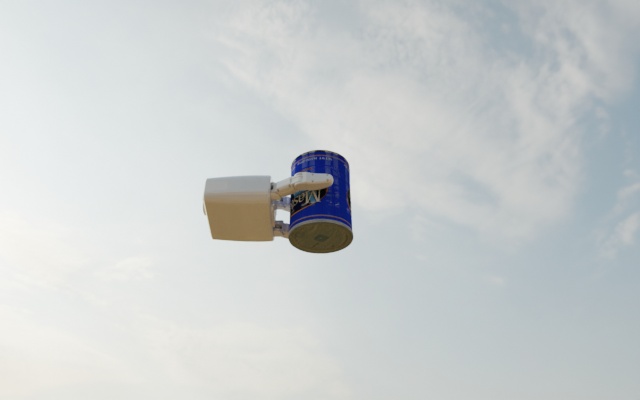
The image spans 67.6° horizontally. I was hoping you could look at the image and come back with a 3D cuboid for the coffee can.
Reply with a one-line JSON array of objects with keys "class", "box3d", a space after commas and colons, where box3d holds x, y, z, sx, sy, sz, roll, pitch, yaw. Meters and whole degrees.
[{"class": "coffee can", "box3d": [0.000, 0.003, 0.788, 0.103, 0.140, 0.103, 0, -33, 0]}]
